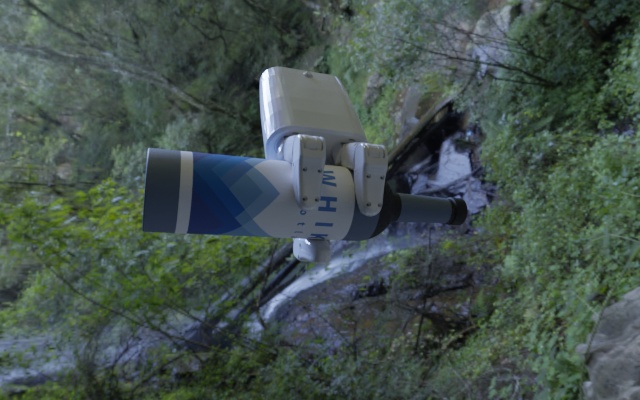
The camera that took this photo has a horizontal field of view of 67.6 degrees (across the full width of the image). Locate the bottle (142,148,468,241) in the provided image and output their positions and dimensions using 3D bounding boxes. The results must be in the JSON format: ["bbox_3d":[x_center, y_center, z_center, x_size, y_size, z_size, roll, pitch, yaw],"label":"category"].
[{"bbox_3d":[0.000,0.001,0.426,0.296,0.069,0.069,4,-1,-20],"label":"bottle"}]
